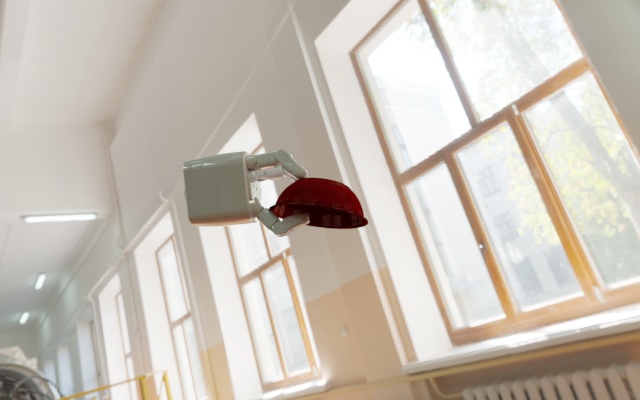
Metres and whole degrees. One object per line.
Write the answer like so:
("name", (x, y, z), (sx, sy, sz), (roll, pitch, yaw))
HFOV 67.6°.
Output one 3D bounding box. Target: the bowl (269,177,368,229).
("bowl", (0.002, 0.002, 0.773), (0.162, 0.055, 0.162), (8, -14, 2))
